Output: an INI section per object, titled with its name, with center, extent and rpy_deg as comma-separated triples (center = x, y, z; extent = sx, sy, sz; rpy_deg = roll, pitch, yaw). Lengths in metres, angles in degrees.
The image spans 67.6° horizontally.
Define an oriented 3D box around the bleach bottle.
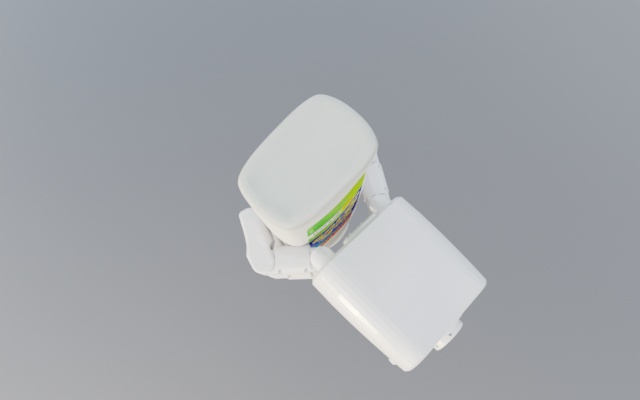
[bleach bottle]
center = 0.000, 0.001, 0.447
extent = 0.068, 0.102, 0.251
rpy_deg = 43, -6, 13
